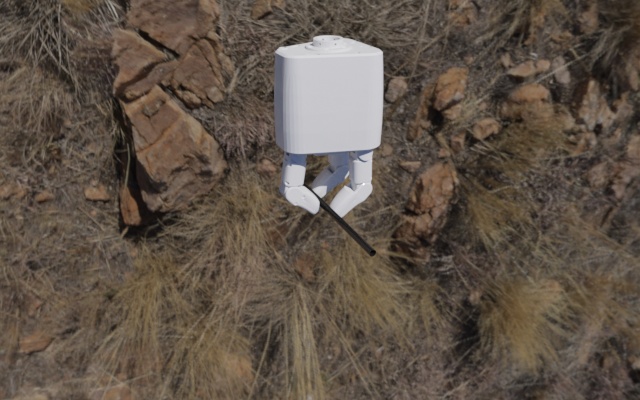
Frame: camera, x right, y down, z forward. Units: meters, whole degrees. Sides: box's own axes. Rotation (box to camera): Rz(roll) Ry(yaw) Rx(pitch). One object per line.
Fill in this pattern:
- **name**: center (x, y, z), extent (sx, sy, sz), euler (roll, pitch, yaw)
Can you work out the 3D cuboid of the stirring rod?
- **stirring rod**: center (0.000, 0.002, 0.585), extent (0.011, 0.011, 0.239), euler (0, 26, -30)
